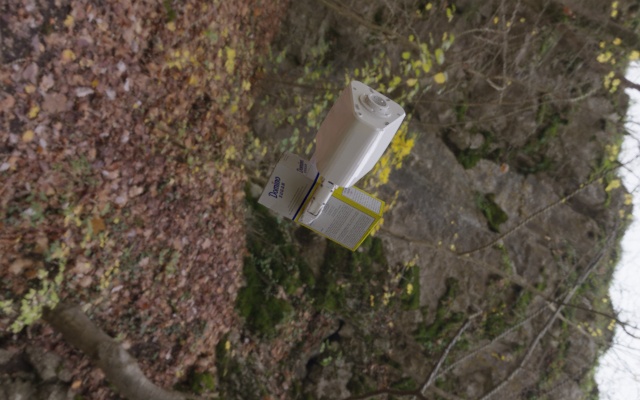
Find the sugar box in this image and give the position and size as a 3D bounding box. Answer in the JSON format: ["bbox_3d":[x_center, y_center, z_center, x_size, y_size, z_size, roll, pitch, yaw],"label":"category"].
[{"bbox_3d":[0.000,0.002,0.742,0.176,0.093,0.048,30,39,-4],"label":"sugar box"}]
